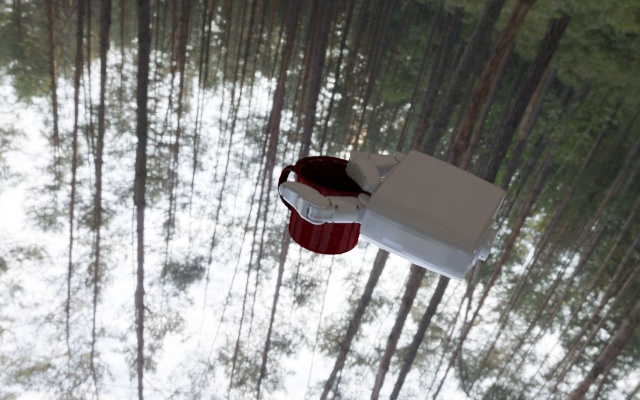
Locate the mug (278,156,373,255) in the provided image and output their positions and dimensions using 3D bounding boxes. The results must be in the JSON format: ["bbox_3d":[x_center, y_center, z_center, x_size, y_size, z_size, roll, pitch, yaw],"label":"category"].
[{"bbox_3d":[-0.001,0.001,0.530,0.117,0.081,0.093,24,29,23],"label":"mug"}]
